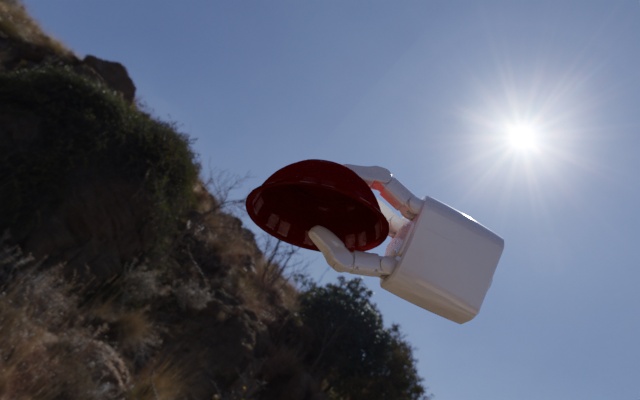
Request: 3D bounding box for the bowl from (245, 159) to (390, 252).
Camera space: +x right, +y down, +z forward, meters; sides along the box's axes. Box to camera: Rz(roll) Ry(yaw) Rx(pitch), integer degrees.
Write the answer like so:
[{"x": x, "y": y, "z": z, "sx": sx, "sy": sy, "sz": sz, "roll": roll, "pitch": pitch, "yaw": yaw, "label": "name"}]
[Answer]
[{"x": -0.001, "y": 0.001, "z": 0.539, "sx": 0.162, "sy": 0.055, "sz": 0.162, "roll": 9, "pitch": -29, "yaw": 5, "label": "bowl"}]
